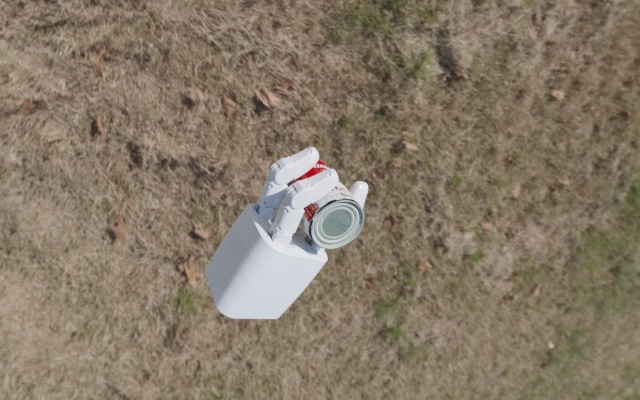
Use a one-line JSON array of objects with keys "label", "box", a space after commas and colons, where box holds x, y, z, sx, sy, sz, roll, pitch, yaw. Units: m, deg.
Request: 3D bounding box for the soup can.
[{"label": "soup can", "box": [0.001, 0.002, 0.562, 0.068, 0.068, 0.102, 0, 30, -26]}]
